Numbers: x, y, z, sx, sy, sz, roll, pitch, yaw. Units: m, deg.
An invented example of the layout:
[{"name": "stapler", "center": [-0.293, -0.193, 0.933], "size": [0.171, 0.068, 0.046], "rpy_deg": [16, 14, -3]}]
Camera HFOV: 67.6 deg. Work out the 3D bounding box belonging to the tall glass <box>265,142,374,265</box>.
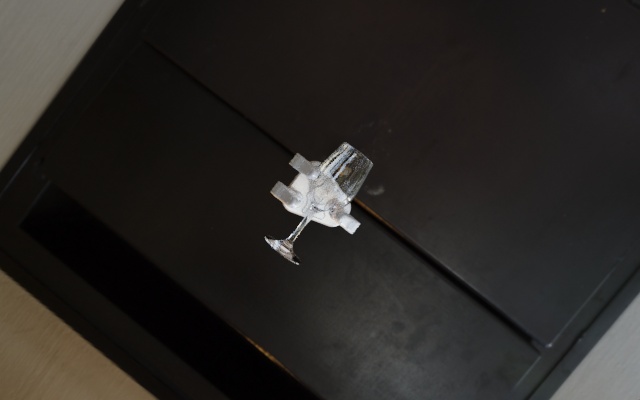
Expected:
[{"name": "tall glass", "center": [0.000, 0.003, 0.771], "size": [0.079, 0.201, 0.079], "rpy_deg": [38, 3, -2]}]
